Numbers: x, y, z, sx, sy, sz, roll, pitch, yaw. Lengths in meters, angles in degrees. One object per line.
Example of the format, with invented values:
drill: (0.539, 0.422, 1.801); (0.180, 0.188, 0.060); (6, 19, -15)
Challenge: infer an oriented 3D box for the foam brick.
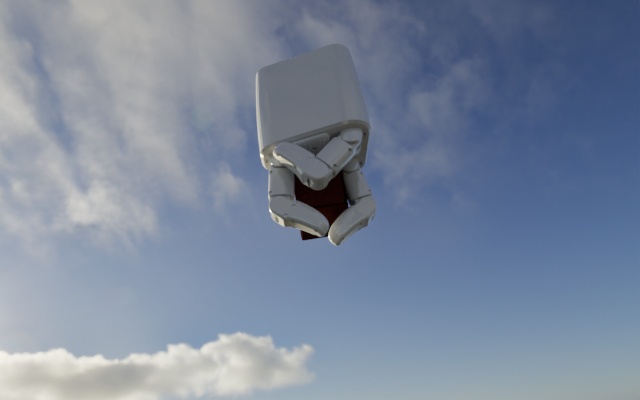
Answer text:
foam brick: (0.000, 0.002, 0.509); (0.053, 0.051, 0.078); (-8, -27, -3)
